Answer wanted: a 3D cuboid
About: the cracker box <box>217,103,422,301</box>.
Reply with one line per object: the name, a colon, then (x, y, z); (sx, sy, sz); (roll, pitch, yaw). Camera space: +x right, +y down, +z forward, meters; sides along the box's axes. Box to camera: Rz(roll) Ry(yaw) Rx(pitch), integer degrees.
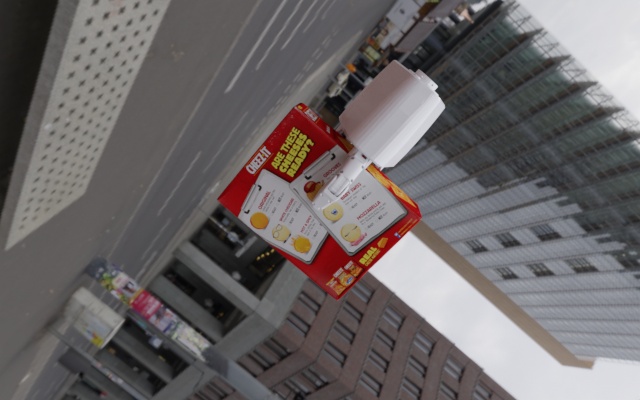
cracker box: (0.000, 0.002, 0.638); (0.214, 0.164, 0.072); (41, 16, -6)
